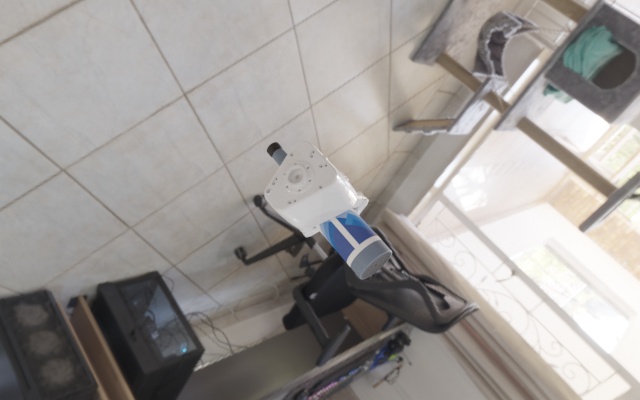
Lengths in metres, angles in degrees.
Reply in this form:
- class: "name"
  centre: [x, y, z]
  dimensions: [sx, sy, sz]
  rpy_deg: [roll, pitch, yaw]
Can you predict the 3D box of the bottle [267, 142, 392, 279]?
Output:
- class: "bottle"
  centre: [0.000, 0.003, 0.818]
  dimensions: [0.295, 0.069, 0.069]
  rpy_deg: [49, 25, 25]
